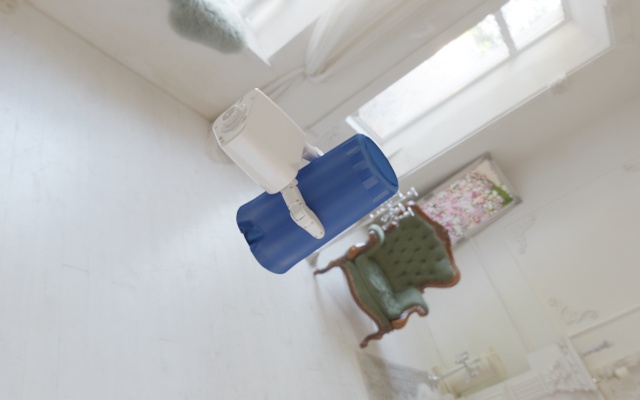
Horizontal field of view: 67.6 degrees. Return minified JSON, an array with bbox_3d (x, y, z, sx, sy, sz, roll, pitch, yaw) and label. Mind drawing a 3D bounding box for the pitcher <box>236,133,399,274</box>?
[{"bbox_3d":[0.000,0.002,0.759,0.243,0.149,0.145,-33,-56,20],"label":"pitcher"}]
